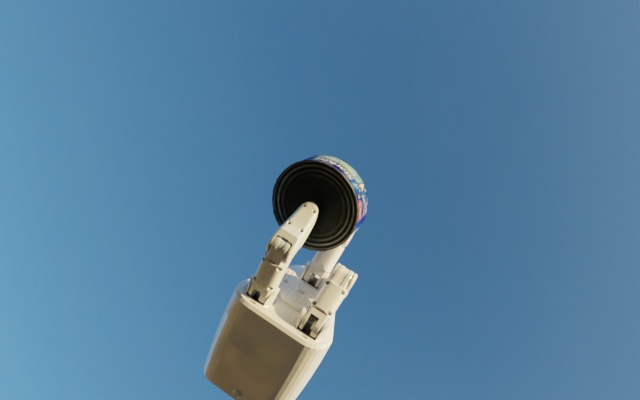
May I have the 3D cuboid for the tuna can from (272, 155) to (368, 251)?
[{"bbox_3d":[0.000,0.001,0.445,0.086,0.086,0.033,0,15,25],"label":"tuna can"}]
